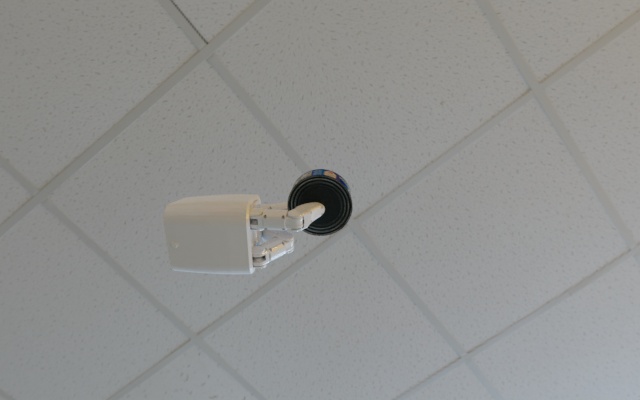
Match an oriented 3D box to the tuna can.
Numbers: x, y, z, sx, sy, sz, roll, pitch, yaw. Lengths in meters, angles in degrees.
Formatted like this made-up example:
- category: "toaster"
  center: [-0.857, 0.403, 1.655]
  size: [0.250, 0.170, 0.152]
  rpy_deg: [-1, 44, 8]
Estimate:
- category: "tuna can"
  center: [0.000, 0.002, 0.640]
  size: [0.086, 0.086, 0.033]
  rpy_deg: [0, 21, 4]
